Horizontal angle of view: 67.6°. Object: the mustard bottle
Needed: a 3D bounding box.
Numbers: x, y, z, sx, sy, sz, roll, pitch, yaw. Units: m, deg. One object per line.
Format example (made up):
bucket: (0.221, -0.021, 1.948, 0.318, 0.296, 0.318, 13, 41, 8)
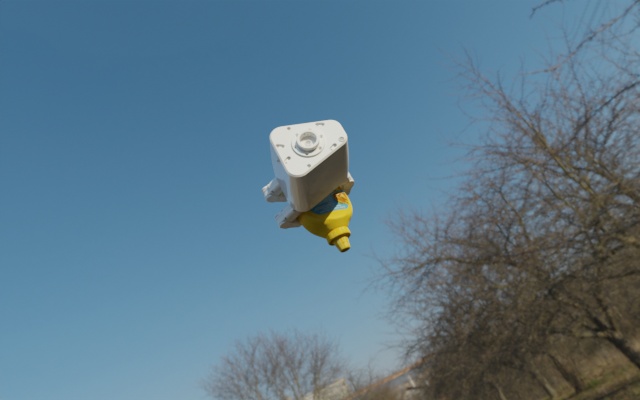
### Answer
mustard bottle: (0.000, 0.003, 0.808, 0.096, 0.191, 0.058, -12, -30, -31)
